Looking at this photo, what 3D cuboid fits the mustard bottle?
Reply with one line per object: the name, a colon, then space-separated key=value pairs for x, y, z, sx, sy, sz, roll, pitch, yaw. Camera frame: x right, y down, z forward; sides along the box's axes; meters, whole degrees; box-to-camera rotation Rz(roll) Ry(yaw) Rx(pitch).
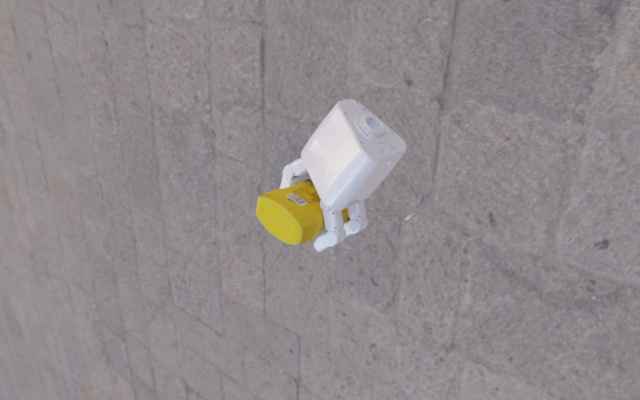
mustard bottle: x=0.000 y=0.003 z=0.740 sx=0.096 sy=0.058 sz=0.191 roll=32 pitch=36 yaw=30
